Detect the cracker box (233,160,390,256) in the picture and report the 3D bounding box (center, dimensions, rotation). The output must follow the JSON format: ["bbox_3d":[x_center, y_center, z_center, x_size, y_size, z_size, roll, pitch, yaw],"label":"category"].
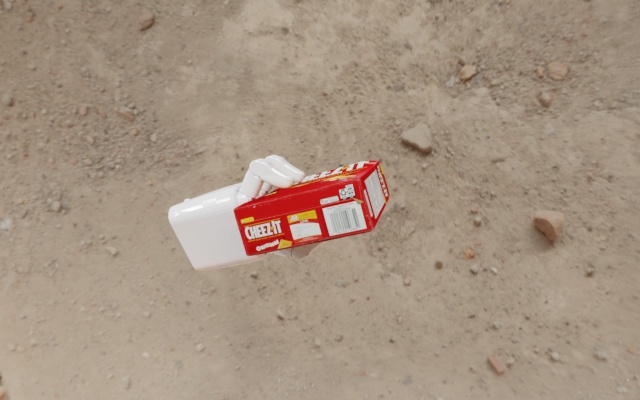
[{"bbox_3d":[0.000,0.002,0.659,0.164,0.072,0.213,-13,8,15],"label":"cracker box"}]
